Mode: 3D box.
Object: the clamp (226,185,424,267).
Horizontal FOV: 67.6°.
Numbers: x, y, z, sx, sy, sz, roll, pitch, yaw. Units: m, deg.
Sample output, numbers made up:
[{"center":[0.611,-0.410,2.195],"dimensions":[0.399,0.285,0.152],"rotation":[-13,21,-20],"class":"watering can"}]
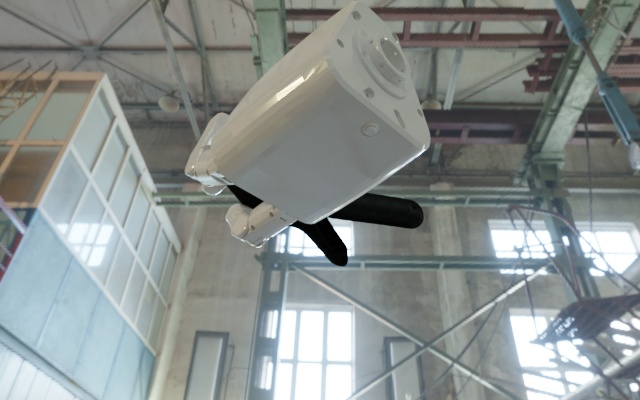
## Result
[{"center":[0.000,0.001,0.408],"dimensions":[0.171,0.039,0.120],"rotation":[32,-47,-32],"class":"clamp"}]
